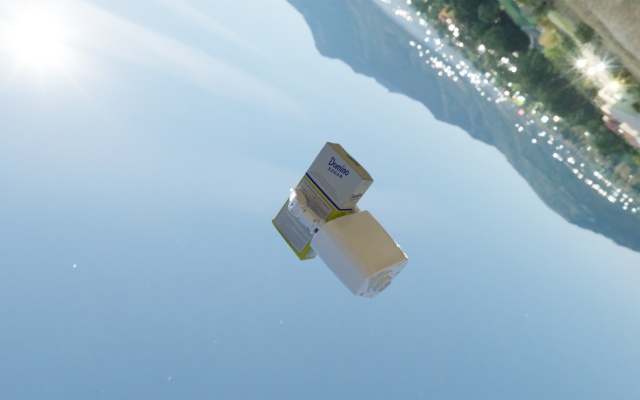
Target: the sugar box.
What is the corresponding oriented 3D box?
[{"bbox_3d":[0.000,0.003,0.773,0.093,0.176,0.048,49,24,25],"label":"sugar box"}]
